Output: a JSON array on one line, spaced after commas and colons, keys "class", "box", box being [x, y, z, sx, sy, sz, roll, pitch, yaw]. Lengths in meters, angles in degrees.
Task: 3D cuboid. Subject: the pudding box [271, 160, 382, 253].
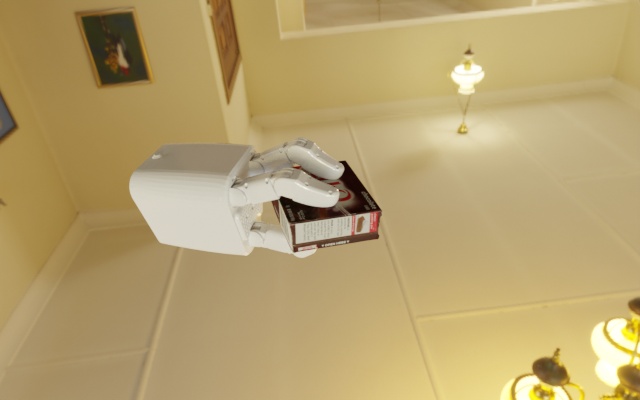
[{"class": "pudding box", "box": [0.000, 0.002, 0.485, 0.090, 0.039, 0.113, -9, 34, -13]}]
